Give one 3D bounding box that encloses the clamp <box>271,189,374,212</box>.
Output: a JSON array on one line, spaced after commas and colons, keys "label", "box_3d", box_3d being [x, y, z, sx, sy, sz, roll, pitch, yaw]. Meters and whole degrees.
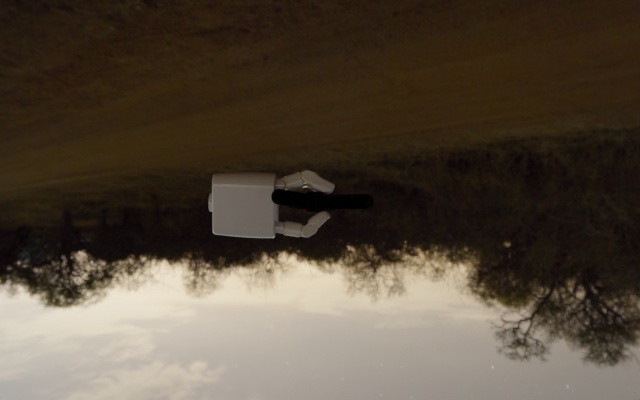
[{"label": "clamp", "box_3d": [0.000, 0.004, 0.847, 0.164, 0.036, 0.210, 4, -4, -3]}]
